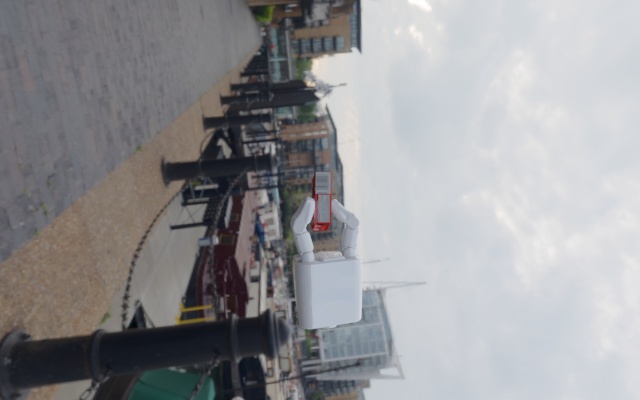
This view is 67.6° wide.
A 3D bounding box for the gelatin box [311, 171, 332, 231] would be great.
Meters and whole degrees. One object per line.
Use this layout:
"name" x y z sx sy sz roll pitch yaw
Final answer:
"gelatin box" 0.001 0.002 0.791 0.030 0.089 0.073 1 -11 -5
